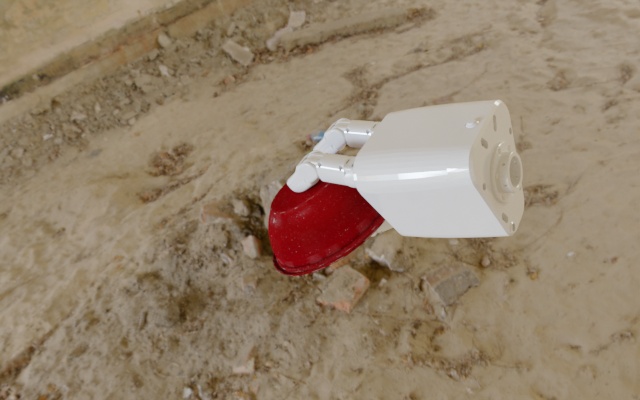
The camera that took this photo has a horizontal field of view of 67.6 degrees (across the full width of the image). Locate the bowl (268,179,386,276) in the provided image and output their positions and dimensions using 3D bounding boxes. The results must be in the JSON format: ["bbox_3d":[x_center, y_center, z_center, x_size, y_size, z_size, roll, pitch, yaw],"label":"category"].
[{"bbox_3d":[-0.001,0.002,0.503,0.162,0.055,0.162,-32,22,15],"label":"bowl"}]
